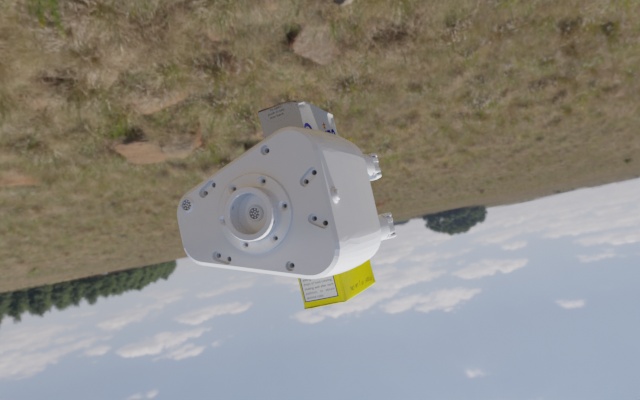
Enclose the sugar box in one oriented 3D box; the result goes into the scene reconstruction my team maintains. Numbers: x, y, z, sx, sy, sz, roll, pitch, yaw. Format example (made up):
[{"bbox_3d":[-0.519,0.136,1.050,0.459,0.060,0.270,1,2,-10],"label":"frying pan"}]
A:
[{"bbox_3d":[0.001,0.001,0.441,0.048,0.176,0.093,-13,-3,21],"label":"sugar box"}]
